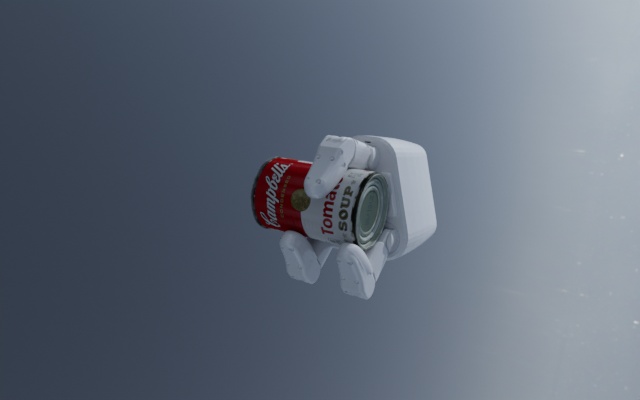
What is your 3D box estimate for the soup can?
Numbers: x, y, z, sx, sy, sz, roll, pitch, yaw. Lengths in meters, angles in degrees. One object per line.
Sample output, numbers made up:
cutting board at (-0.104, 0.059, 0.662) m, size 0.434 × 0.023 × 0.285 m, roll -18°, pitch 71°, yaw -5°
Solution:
soup can at (0.000, 0.001, 0.416) m, size 0.102 × 0.068 × 0.068 m, roll 11°, pitch 5°, yaw 29°
